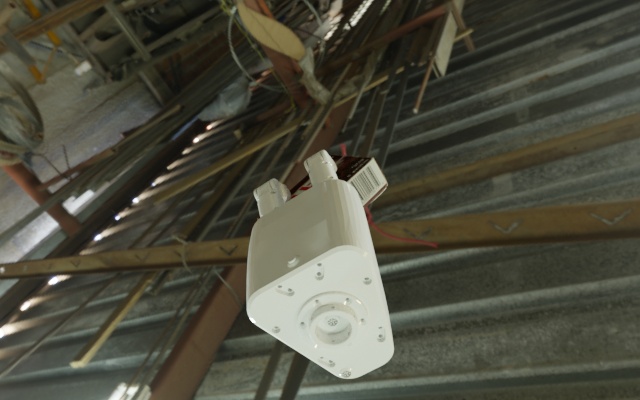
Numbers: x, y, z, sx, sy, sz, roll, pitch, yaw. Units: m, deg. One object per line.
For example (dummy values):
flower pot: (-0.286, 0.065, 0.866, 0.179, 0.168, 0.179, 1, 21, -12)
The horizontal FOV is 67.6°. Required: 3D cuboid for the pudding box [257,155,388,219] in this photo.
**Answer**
pudding box: (0.000, 0.002, 0.483, 0.113, 0.039, 0.090, -40, 23, -17)
